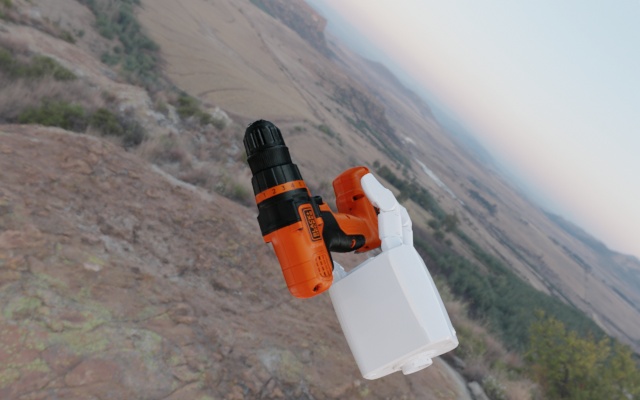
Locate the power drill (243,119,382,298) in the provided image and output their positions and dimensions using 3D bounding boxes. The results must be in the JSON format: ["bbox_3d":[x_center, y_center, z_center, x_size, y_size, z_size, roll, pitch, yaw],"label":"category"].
[{"bbox_3d":[0.000,0.002,0.533,0.057,0.184,0.187,-22,-8,33],"label":"power drill"}]
